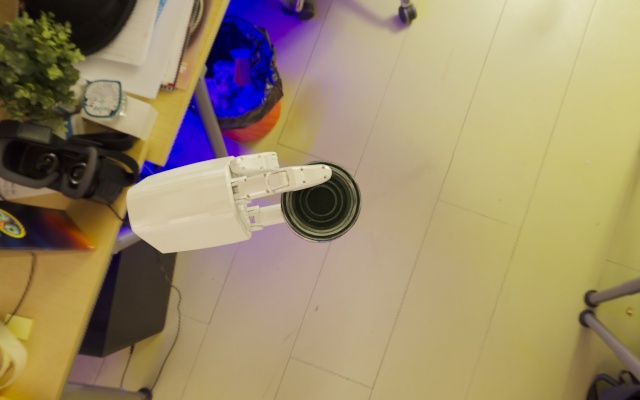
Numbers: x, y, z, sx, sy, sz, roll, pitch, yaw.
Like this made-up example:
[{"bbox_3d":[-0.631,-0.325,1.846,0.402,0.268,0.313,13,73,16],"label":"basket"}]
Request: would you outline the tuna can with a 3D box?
[{"bbox_3d":[0.000,0.002,0.506,0.086,0.086,0.034,0,-7,-4],"label":"tuna can"}]
